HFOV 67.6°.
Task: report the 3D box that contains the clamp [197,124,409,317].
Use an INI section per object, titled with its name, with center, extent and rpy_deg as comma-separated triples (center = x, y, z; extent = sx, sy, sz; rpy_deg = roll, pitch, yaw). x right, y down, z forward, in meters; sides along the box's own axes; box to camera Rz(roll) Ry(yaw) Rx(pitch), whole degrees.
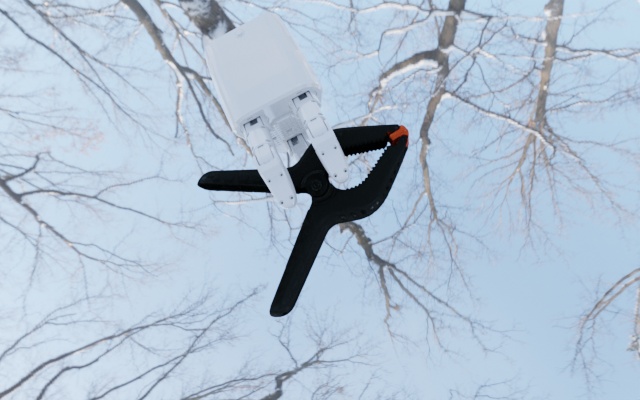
[clamp]
center = 0.001, 0.001, 0.461
extent = 0.210, 0.164, 0.036
rpy_deg = -27, -17, 2
